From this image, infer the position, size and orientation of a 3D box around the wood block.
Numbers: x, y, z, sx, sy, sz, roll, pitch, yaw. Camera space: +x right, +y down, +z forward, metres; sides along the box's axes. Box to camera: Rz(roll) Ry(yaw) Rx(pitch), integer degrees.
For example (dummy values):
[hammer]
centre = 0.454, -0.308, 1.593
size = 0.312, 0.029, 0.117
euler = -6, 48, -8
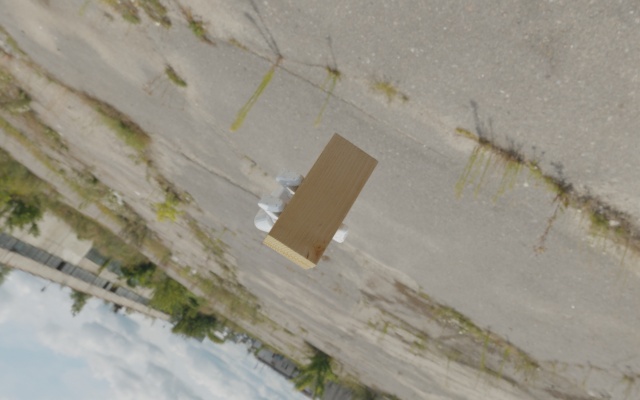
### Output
[wood block]
centre = 0.000, 0.003, 0.803
size = 0.091, 0.206, 0.090
euler = 33, -17, -4
